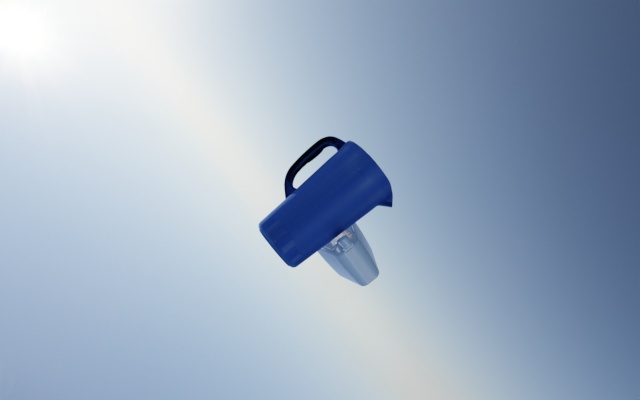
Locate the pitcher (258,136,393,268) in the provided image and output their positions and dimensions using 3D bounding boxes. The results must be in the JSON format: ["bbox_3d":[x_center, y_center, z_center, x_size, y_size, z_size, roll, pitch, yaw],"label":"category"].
[{"bbox_3d":[0.000,0.003,0.896,0.243,0.145,0.149,-39,33,-4],"label":"pitcher"}]
